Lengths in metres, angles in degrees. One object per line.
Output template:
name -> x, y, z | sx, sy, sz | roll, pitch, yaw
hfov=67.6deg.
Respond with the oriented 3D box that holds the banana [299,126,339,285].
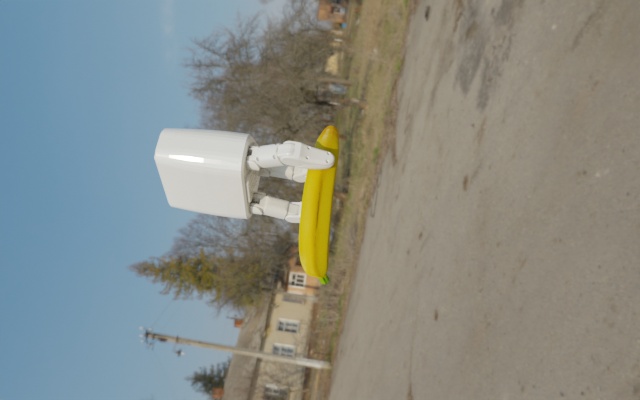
banana -> -0.002, 0.006, 0.568 | 0.037, 0.198, 0.069 | 5, 2, 6
